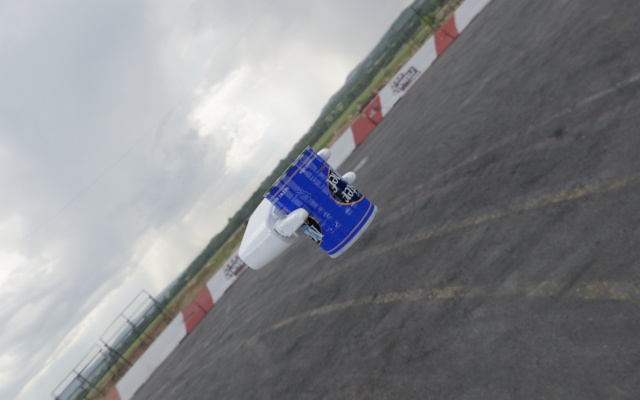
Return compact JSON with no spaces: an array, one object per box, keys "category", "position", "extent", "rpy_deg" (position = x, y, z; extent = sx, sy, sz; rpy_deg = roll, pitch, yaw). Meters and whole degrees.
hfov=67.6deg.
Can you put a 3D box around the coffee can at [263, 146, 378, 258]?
[{"category":"coffee can","position":[0.000,0.002,0.715],"extent":[0.140,0.103,0.103],"rpy_deg":[42,-6,-6]}]
